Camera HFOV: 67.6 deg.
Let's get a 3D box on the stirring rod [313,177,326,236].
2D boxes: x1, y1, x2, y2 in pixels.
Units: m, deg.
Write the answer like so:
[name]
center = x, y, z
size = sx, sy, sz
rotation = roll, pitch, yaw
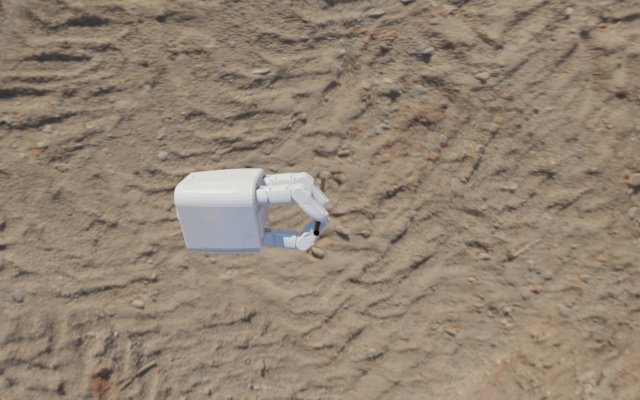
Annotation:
[stirring rod]
center = 0.000, 0.002, 0.706
size = 0.011, 0.011, 0.239
rotation = 0, 19, 3
